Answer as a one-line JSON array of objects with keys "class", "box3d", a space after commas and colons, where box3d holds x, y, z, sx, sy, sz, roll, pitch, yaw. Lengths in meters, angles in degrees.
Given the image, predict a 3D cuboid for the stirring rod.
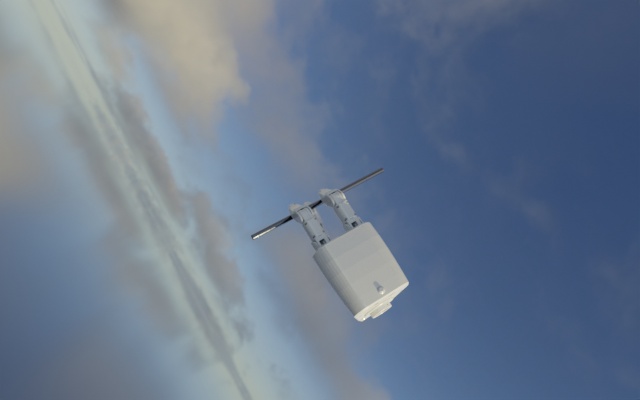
[{"class": "stirring rod", "box3d": [0.000, 0.003, 0.745, 0.239, 0.011, 0.011, -27, 9, -18]}]
